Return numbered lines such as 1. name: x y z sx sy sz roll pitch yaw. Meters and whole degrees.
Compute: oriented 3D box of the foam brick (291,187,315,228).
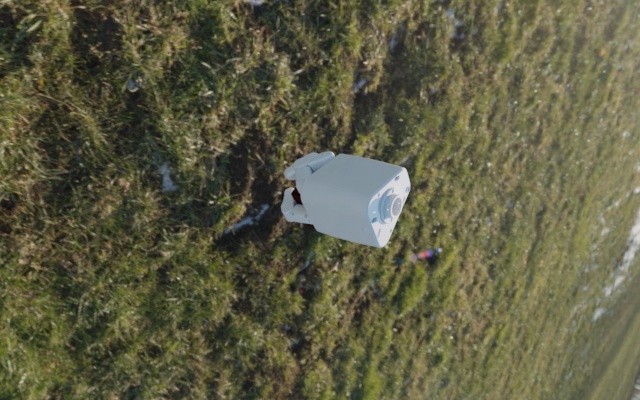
1. foam brick: 0.000 0.002 0.729 0.051 0.053 0.078 14 -35 35
